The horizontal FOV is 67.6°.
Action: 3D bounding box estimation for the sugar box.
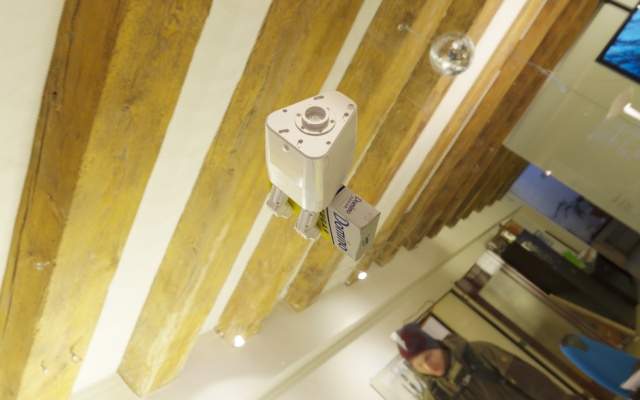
[{"bbox_3d":[0.000,0.002,0.679,0.048,0.176,0.093,-39,-25,-25],"label":"sugar box"}]
